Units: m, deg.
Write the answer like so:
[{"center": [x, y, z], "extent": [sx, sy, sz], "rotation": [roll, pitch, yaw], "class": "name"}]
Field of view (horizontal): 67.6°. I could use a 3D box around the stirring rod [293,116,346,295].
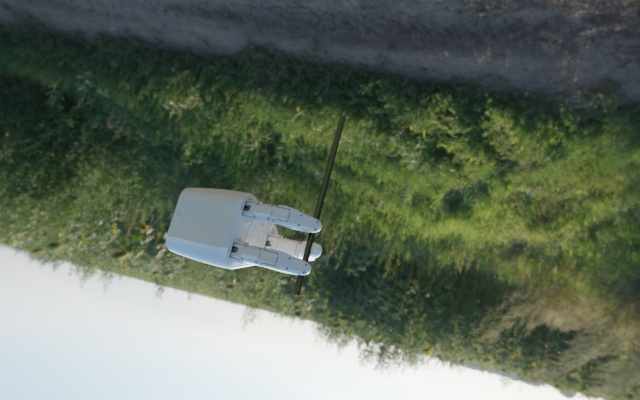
[{"center": [0.000, 0.002, 0.612], "extent": [0.011, 0.239, 0.011], "rotation": [14, -12, 3], "class": "stirring rod"}]
